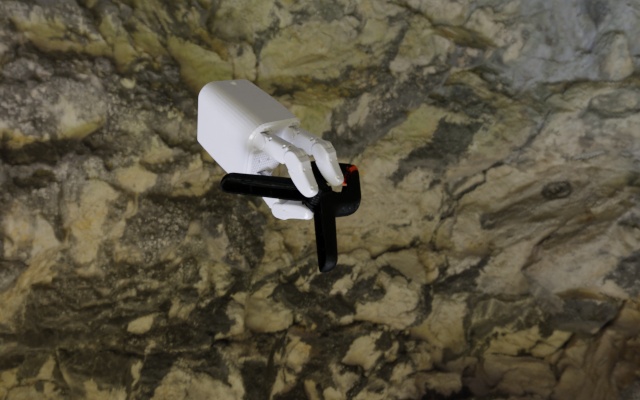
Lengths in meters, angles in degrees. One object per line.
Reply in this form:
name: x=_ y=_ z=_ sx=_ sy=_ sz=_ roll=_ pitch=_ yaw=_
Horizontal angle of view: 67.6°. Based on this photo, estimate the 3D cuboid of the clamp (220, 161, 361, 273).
clamp: x=0.000 y=0.002 z=0.601 sx=0.164 sy=0.036 sz=0.210 roll=43 pitch=36 yaw=18
